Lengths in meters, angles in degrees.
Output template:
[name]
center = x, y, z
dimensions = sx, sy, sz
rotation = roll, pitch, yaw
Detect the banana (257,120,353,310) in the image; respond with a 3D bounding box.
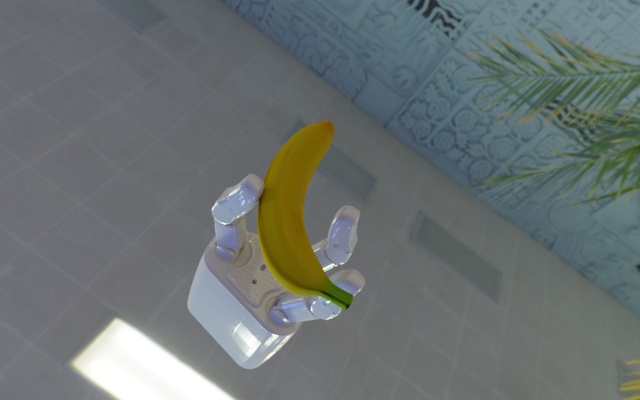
[banana]
center = -0.017, 0.001, 0.397
dimensions = 0.069, 0.197, 0.037
rotation = 10, -40, -16
